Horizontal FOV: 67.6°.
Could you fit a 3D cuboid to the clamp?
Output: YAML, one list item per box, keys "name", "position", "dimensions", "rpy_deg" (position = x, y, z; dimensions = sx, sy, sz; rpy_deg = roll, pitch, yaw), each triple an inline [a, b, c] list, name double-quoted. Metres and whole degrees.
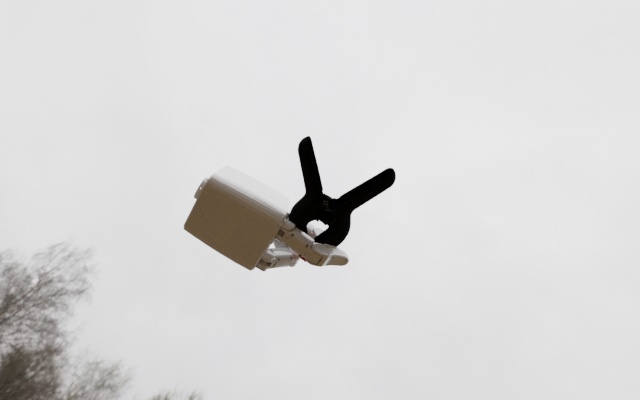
- name: "clamp"
  position: [0.000, 0.002, 0.593]
  dimensions: [0.120, 0.171, 0.039]
  rpy_deg: [31, 28, -6]
